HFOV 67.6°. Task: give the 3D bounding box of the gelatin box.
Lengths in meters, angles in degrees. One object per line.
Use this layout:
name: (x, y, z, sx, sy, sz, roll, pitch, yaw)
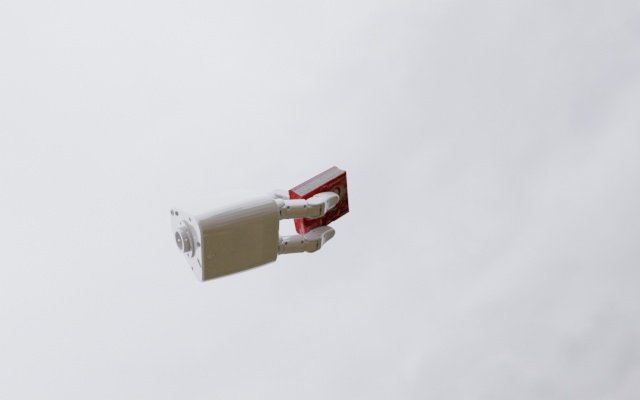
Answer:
gelatin box: (0.000, 0.002, 0.686, 0.089, 0.073, 0.030, -30, 41, -30)
